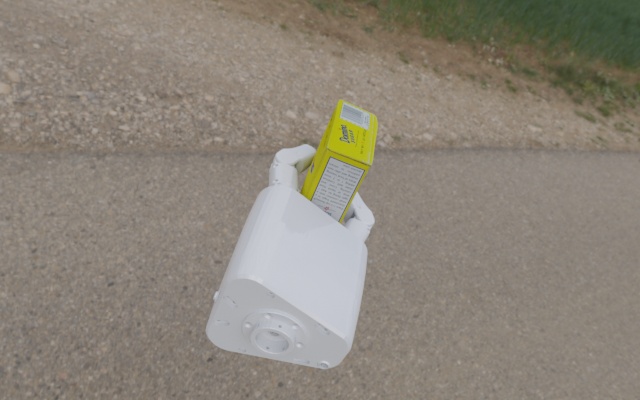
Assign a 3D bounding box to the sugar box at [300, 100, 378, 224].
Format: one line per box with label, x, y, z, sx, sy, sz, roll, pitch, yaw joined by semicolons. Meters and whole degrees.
sugar box;0.000;0.001;0.464;0.048;0.176;0.093;23;37;-6
